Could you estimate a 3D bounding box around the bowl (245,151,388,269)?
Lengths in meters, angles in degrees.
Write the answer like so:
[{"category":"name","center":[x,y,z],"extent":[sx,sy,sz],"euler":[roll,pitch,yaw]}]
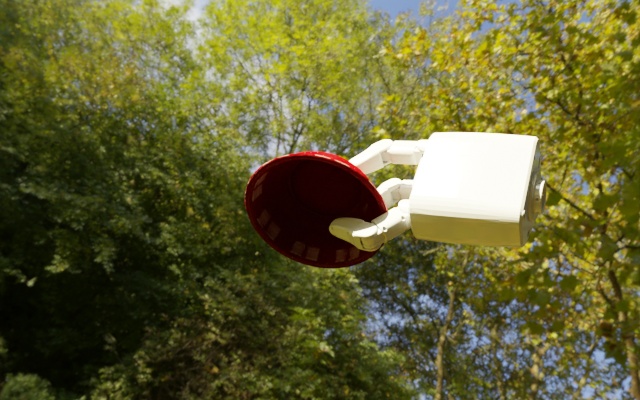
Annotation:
[{"category":"bowl","center":[-0.001,0.001,0.538],"extent":[0.162,0.162,0.055],"euler":[0,38,17]}]
